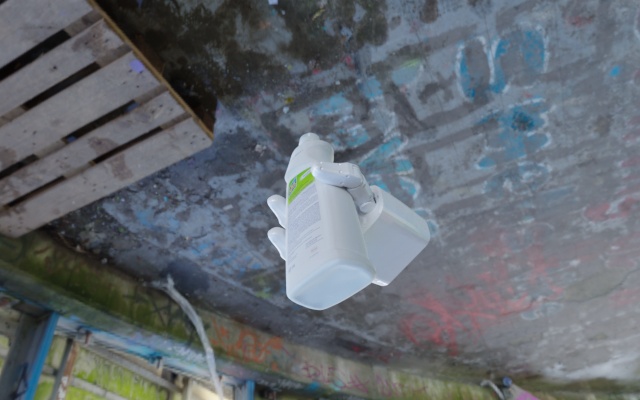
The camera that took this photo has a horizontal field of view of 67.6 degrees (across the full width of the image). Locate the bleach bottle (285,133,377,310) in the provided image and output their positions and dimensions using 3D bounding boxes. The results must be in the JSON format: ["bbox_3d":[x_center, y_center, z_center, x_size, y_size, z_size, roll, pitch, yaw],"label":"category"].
[{"bbox_3d":[0.000,0.002,0.593,0.068,0.250,0.102,30,-53,-33],"label":"bleach bottle"}]
